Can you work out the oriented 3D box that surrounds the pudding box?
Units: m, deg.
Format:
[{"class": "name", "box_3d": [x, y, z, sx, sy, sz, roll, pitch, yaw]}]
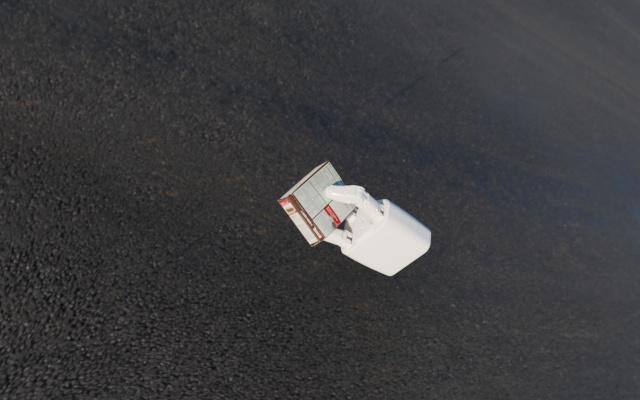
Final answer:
[{"class": "pudding box", "box_3d": [0.000, 0.002, 0.747, 0.039, 0.090, 0.113, -29, 10, 44]}]
